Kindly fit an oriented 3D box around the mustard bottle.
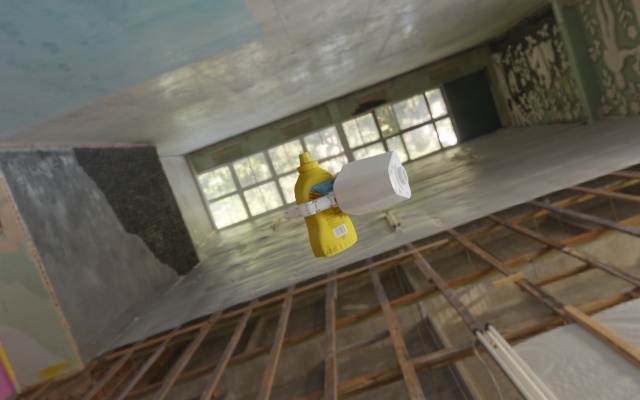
[{"bbox_3d":[0.000,0.003,0.887,0.096,0.191,0.058,-24,7,-41],"label":"mustard bottle"}]
